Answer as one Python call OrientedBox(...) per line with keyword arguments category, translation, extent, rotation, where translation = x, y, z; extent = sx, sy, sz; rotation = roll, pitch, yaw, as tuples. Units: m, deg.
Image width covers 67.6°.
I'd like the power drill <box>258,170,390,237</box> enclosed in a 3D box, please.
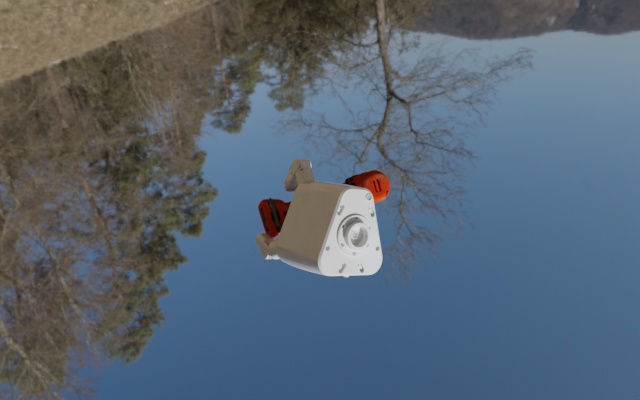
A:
OrientedBox(category="power drill", translation=(0.000, 0.003, 0.740), extent=(0.187, 0.057, 0.184), rotation=(-18, -2, -10))
